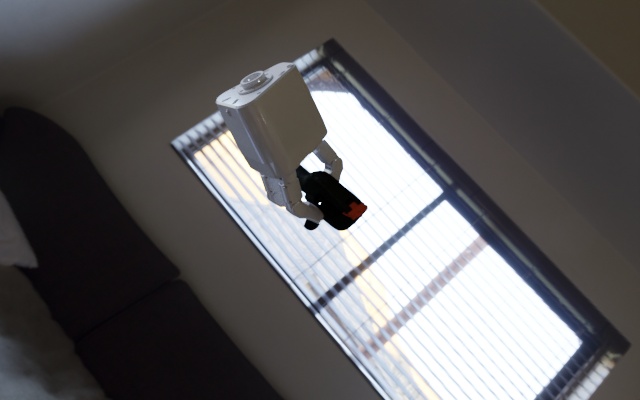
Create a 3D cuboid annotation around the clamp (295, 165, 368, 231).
[{"bbox_3d":[0.001,0.002,0.692,0.036,0.165,0.210,-37,33,-19],"label":"clamp"}]
